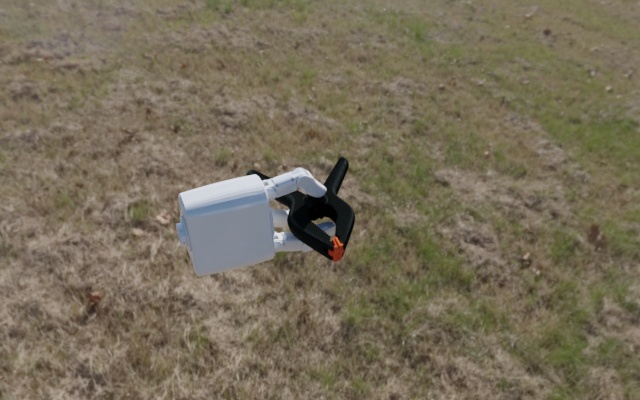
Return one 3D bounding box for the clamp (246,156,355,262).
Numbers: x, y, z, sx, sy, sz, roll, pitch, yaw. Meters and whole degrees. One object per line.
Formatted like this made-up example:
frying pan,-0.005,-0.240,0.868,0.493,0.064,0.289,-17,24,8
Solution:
clamp,0.000,0.002,0.691,0.164,0.036,0.210,-15,42,-19
